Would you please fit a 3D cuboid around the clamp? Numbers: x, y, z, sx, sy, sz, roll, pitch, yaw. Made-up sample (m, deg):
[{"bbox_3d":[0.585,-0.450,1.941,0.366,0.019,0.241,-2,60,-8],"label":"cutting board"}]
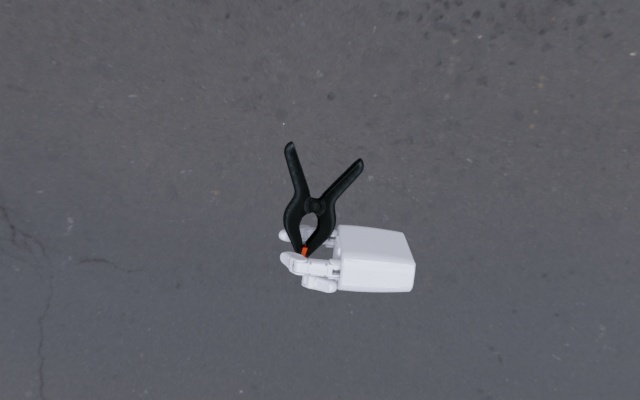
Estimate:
[{"bbox_3d":[0.000,0.003,0.708,0.120,0.171,0.039,5,9,-5],"label":"clamp"}]
